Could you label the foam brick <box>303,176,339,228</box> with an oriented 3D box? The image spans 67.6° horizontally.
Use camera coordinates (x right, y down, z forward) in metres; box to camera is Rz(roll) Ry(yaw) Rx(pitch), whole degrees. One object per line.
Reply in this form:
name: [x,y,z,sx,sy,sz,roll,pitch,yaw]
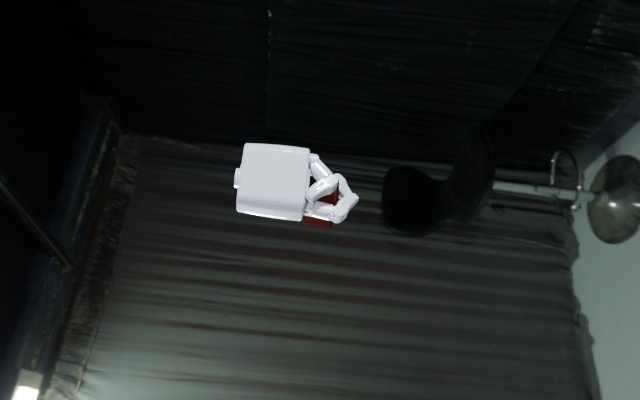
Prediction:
foam brick: [0.000,0.003,0.810,0.051,0.053,0.078,6,-34,-5]
